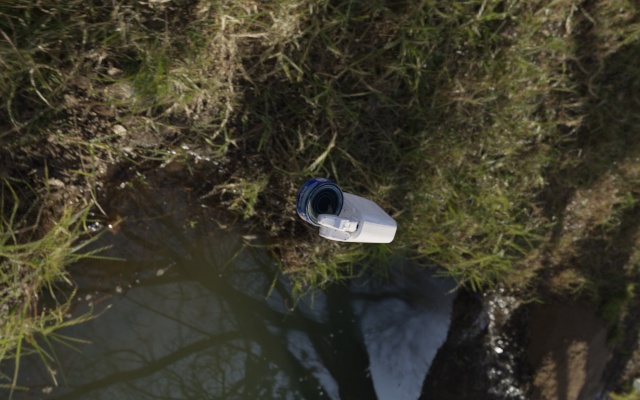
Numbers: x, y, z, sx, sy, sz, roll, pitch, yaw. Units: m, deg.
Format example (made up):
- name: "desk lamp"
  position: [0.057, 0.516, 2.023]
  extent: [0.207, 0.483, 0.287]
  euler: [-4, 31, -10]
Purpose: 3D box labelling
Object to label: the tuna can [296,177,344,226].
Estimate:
- name: "tuna can"
  position: [0.000, 0.003, 0.868]
  extent: [0.086, 0.086, 0.033]
  euler: [0, 17, -36]
